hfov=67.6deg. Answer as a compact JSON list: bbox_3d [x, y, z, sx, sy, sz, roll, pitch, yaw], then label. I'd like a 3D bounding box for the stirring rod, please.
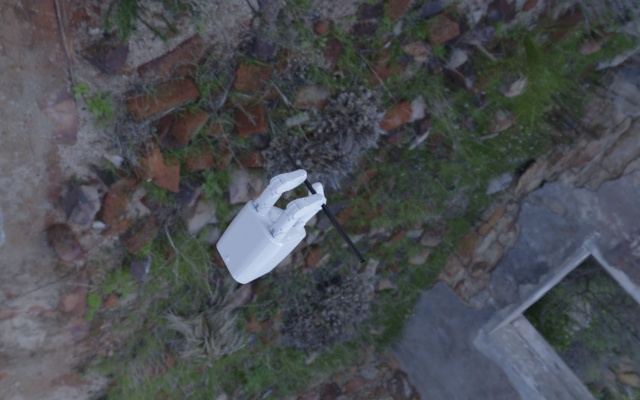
[{"bbox_3d":[0.000,0.002,0.752,0.011,0.239,0.011,-27,-29,-16],"label":"stirring rod"}]
